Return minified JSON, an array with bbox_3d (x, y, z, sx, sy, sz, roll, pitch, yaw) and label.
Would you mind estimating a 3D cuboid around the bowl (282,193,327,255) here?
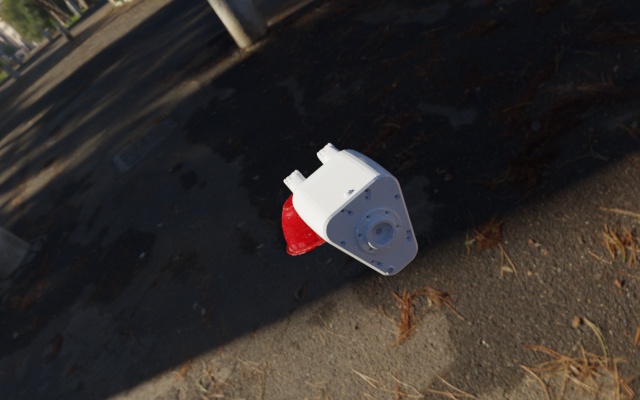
[{"bbox_3d":[-0.001,0.002,0.672,0.162,0.055,0.162,-37,14,10],"label":"bowl"}]
